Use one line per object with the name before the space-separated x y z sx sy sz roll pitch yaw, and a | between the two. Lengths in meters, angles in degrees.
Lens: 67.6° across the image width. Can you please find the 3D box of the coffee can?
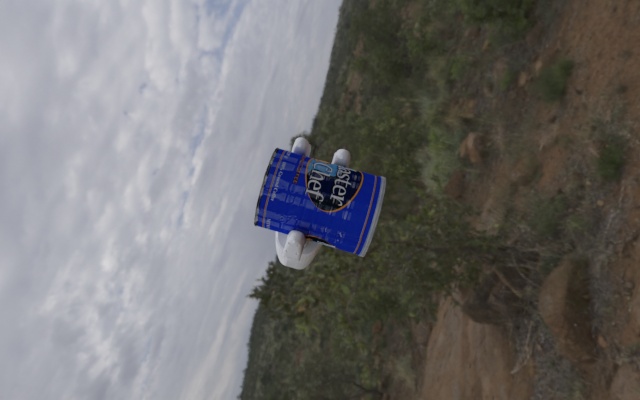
coffee can | 0.000 0.002 0.593 0.140 0.103 0.103 16 0 0
